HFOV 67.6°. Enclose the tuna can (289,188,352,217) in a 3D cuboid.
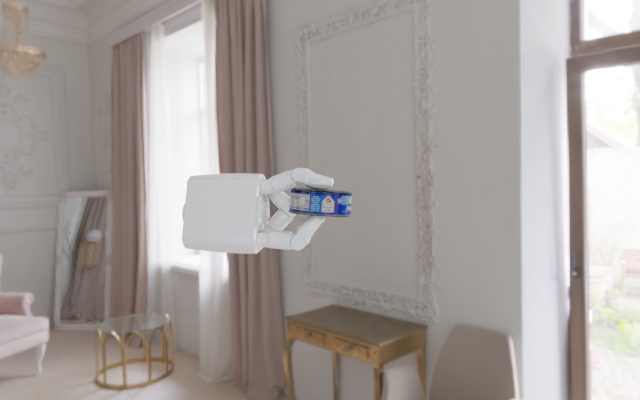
[{"bbox_3d":[0.000,0.002,0.656,0.086,0.034,0.086,4,3,0],"label":"tuna can"}]
